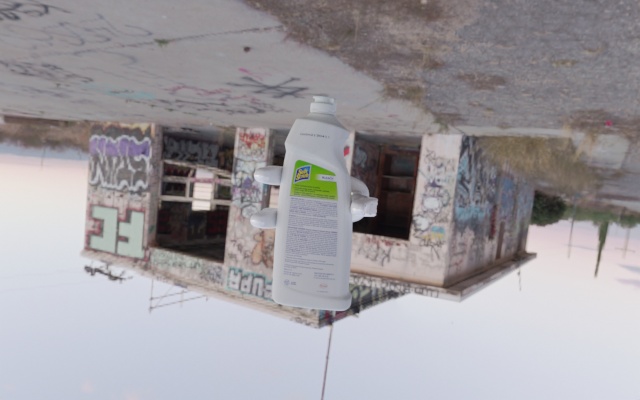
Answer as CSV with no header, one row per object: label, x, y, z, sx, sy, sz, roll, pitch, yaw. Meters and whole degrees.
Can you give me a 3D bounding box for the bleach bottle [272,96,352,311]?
bleach bottle,0.000,0.002,0.584,0.102,0.251,0.068,6,6,-2
